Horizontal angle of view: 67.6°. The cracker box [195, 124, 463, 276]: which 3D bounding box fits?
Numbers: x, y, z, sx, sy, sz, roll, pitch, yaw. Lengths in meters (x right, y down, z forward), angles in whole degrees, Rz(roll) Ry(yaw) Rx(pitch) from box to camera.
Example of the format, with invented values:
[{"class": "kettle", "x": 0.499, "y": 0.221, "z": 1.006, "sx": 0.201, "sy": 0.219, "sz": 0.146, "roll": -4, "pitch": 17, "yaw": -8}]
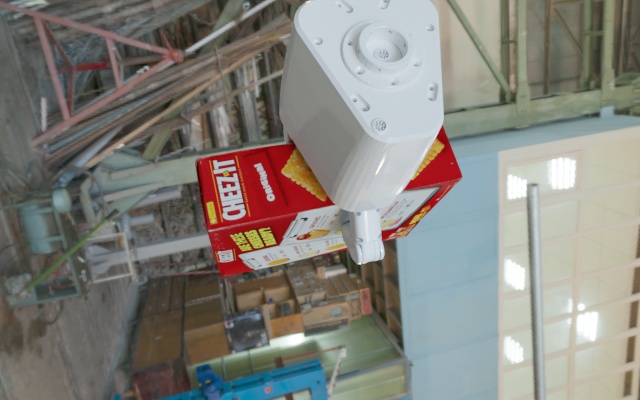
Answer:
[{"class": "cracker box", "x": 0.000, "y": 0.002, "z": 0.458, "sx": 0.213, "sy": 0.072, "sz": 0.164, "roll": -11, "pitch": -19, "yaw": -12}]
